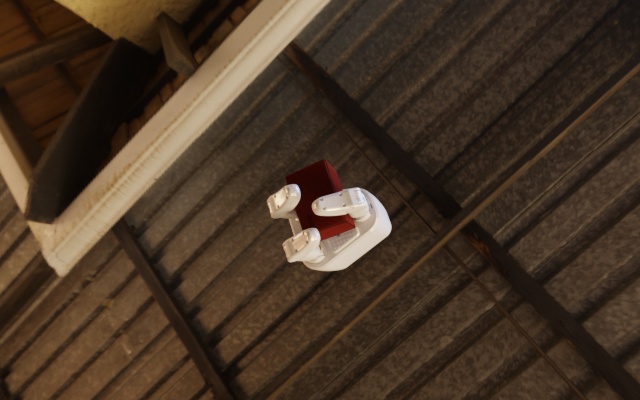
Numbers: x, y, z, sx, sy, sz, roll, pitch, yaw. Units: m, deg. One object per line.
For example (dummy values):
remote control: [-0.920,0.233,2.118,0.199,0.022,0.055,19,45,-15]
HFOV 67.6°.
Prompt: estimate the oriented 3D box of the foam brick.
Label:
foam brick: [0.000,0.002,0.558,0.053,0.078,0.051,-22,-16,12]
